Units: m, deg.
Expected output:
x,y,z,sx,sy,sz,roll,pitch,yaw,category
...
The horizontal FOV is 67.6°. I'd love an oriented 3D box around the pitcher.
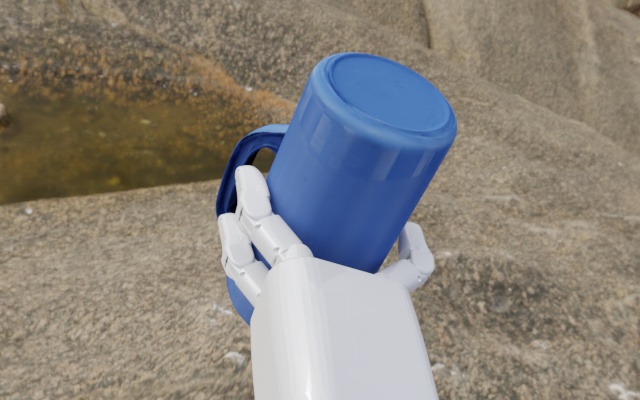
x,y,z,sx,sy,sz,roll,pitch,yaw,category
0.000,0.001,0.402,0.149,0.145,0.243,7,-45,-19,pitcher
